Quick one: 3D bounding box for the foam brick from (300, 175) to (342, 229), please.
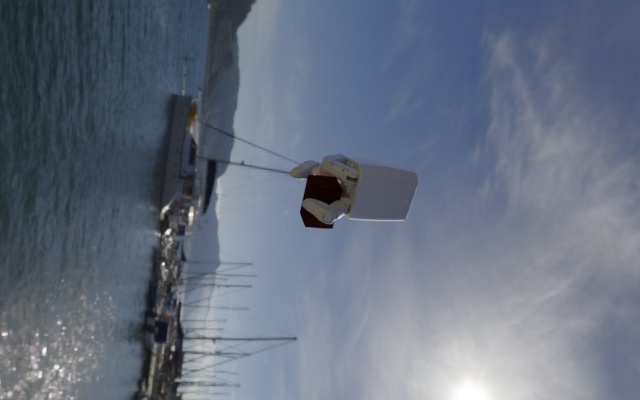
[{"bbox_3d":[0.000,0.003,0.817,0.051,0.078,0.053,5,29,-16],"label":"foam brick"}]
